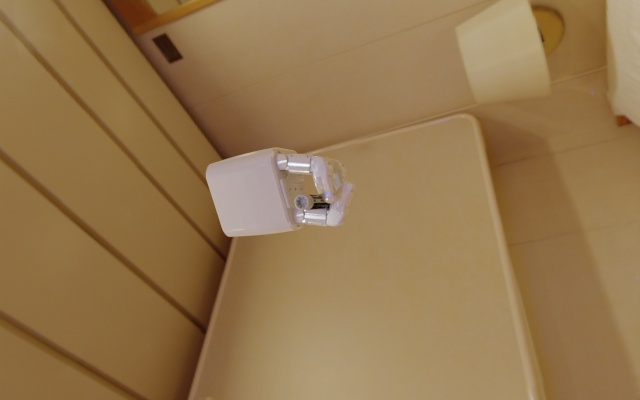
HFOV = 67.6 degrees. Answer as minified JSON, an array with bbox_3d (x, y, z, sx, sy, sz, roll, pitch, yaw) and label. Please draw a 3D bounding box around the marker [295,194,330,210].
[{"bbox_3d":[0.000,0.002,0.607,0.020,0.020,0.121,0,0,21],"label":"marker"}]
